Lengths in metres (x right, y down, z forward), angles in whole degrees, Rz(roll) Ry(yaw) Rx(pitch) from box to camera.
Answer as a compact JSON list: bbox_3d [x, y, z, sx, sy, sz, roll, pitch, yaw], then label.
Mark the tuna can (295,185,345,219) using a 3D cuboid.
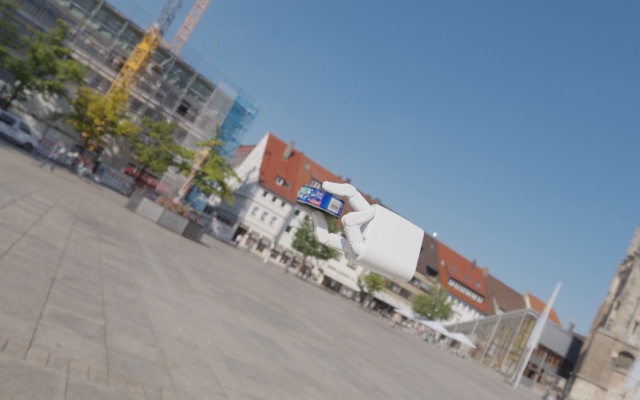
[{"bbox_3d":[0.000,0.002,0.866,0.086,0.033,0.086,22,-6,3],"label":"tuna can"}]
